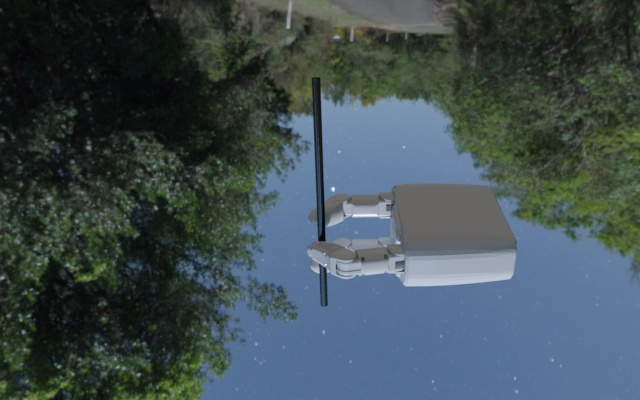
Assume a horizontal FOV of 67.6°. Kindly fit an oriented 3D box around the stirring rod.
[{"bbox_3d":[0.000,0.001,0.473,0.011,0.240,0.011,-2,22,1],"label":"stirring rod"}]
